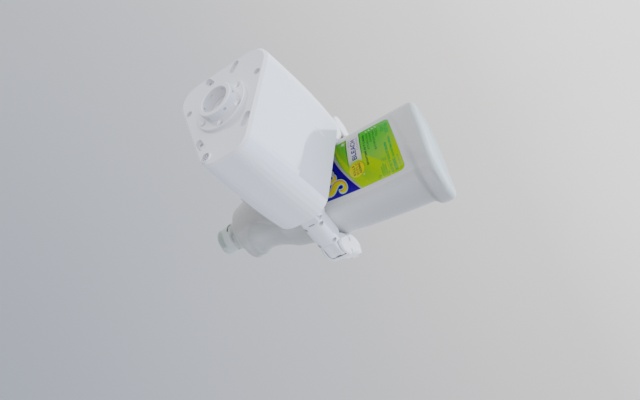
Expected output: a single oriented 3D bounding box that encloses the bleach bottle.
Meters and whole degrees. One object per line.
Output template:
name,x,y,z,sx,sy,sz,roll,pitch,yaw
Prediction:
bleach bottle,0.000,0.002,0.485,0.251,0.102,0.068,-26,-40,21
